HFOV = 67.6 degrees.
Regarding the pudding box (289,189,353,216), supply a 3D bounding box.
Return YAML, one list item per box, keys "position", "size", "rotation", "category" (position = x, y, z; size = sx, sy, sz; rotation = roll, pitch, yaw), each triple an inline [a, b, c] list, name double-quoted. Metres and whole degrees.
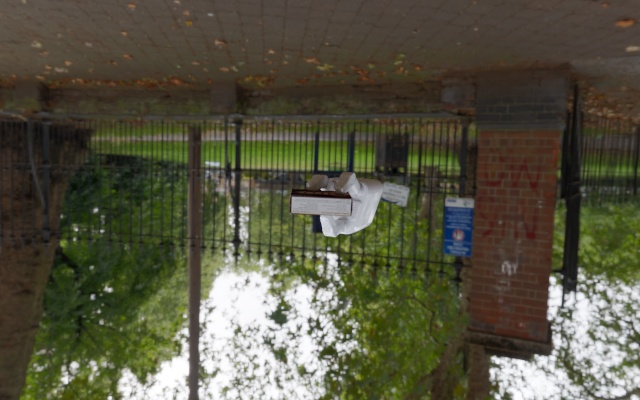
- position: [0.000, 0.003, 0.876]
  size: [0.113, 0.039, 0.090]
  rotation: [1, 8, -2]
  category: "pudding box"
